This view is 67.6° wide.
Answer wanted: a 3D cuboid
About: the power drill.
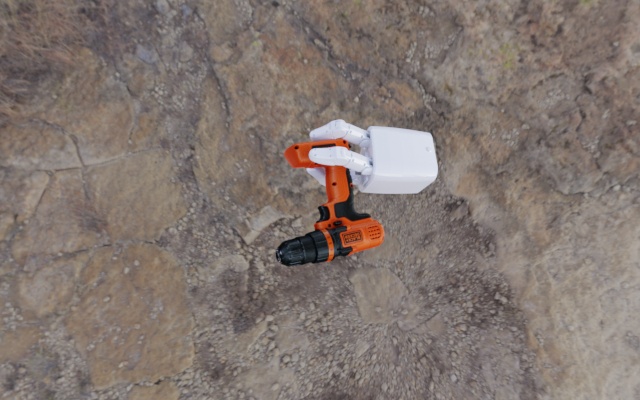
[{"bbox_3d":[0.000,0.002,0.754,0.184,0.187,0.057,-10,-7,-28],"label":"power drill"}]
